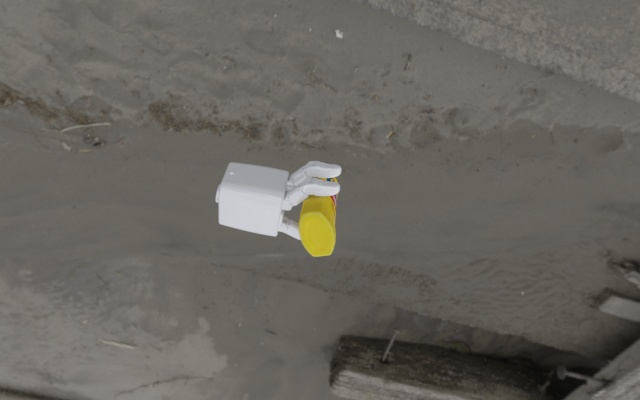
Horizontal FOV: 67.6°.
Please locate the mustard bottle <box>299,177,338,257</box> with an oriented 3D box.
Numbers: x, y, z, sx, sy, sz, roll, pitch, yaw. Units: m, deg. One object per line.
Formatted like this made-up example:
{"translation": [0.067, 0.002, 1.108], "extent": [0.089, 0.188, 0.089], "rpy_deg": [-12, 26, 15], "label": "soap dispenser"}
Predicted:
{"translation": [0.000, 0.003, 0.843], "extent": [0.058, 0.096, 0.191], "rpy_deg": [-8, 35, 10], "label": "mustard bottle"}
